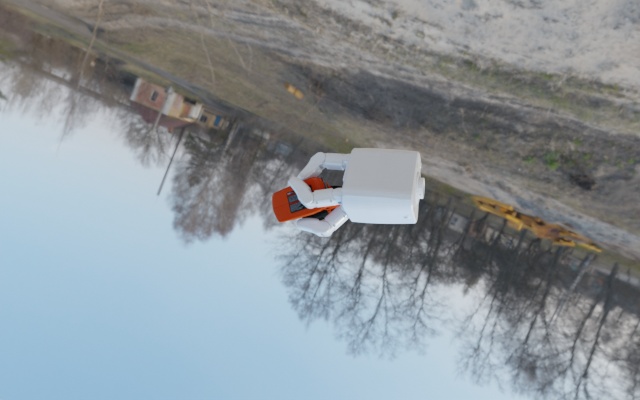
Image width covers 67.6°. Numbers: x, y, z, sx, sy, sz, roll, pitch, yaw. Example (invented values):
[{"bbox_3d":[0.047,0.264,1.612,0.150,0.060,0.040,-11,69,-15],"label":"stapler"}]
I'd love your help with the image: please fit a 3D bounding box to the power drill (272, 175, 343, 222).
[{"bbox_3d":[0.000,0.003,0.852,0.184,0.057,0.187,-21,-10,32],"label":"power drill"}]
